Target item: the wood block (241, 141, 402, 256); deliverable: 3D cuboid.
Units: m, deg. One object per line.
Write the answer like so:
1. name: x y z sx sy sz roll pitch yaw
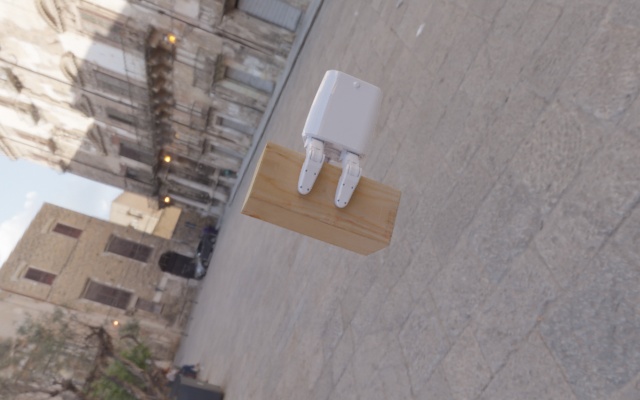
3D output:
1. wood block: 0.000 0.002 0.699 0.206 0.090 0.091 20 -20 -11
